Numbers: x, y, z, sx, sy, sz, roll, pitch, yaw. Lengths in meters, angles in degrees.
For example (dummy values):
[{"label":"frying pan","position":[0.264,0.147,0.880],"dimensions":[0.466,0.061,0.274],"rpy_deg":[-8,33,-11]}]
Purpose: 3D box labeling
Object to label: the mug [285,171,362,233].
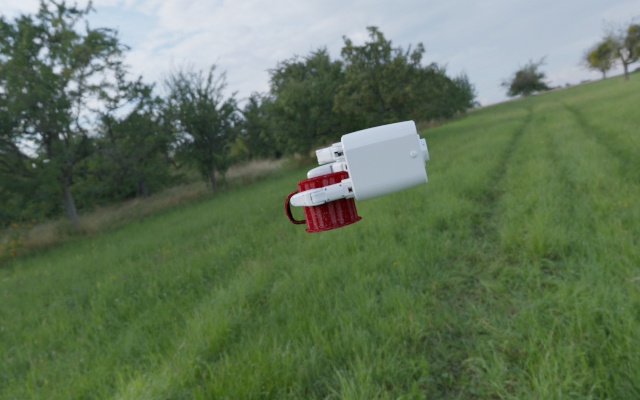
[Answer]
[{"label":"mug","position":[-0.001,0.003,0.760],"dimensions":[0.117,0.081,0.093],"rpy_deg":[-13,4,11]}]
